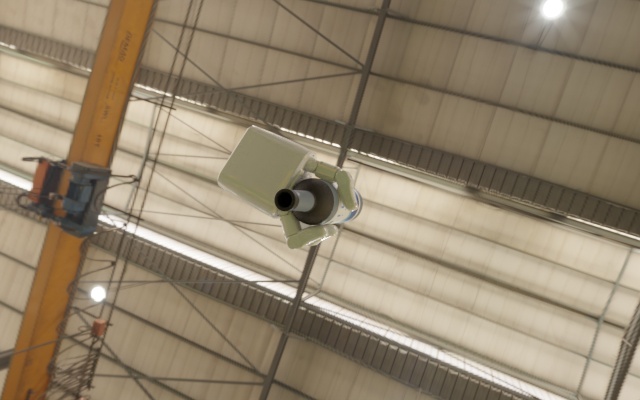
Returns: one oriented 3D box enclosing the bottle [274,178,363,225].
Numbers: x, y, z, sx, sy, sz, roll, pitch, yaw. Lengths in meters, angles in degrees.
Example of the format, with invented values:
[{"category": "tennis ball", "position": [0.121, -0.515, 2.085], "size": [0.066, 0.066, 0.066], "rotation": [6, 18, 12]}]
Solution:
[{"category": "bottle", "position": [0.000, 0.002, 0.703], "size": [0.069, 0.069, 0.296], "rotation": [0, -1, 17]}]
